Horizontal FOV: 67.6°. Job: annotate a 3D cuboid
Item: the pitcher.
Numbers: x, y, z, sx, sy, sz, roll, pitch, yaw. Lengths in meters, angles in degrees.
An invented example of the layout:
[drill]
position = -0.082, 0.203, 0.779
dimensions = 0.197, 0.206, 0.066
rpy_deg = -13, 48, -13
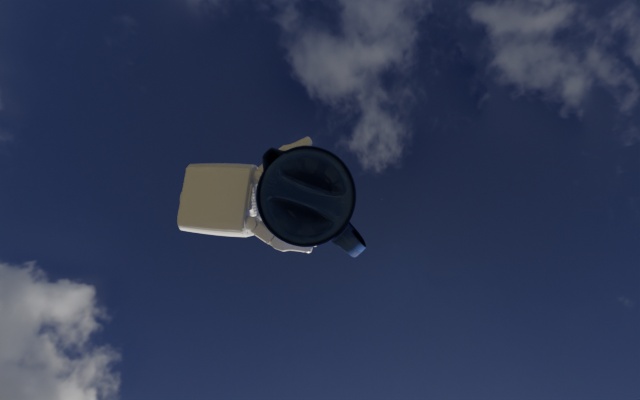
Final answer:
[pitcher]
position = 0.000, 0.002, 0.736
dimensions = 0.145, 0.149, 0.243
rpy_deg = 1, 0, 7
